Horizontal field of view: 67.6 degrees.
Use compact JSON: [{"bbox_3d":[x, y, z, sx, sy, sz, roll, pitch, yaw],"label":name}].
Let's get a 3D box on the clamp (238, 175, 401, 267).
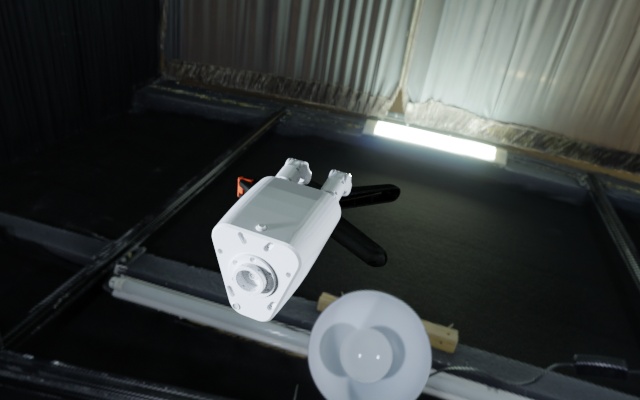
[{"bbox_3d":[-0.001,0.003,0.602,0.210,0.036,0.164,17,32,13],"label":"clamp"}]
